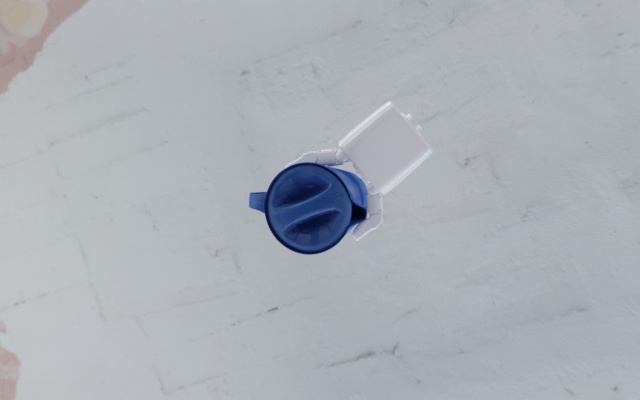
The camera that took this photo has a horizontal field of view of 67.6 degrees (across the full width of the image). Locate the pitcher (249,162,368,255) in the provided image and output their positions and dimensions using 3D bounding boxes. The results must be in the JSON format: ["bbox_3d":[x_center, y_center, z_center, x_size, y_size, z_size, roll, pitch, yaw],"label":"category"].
[{"bbox_3d":[0.000,0.003,0.795,0.145,0.149,0.243,-42,-7,13],"label":"pitcher"}]
